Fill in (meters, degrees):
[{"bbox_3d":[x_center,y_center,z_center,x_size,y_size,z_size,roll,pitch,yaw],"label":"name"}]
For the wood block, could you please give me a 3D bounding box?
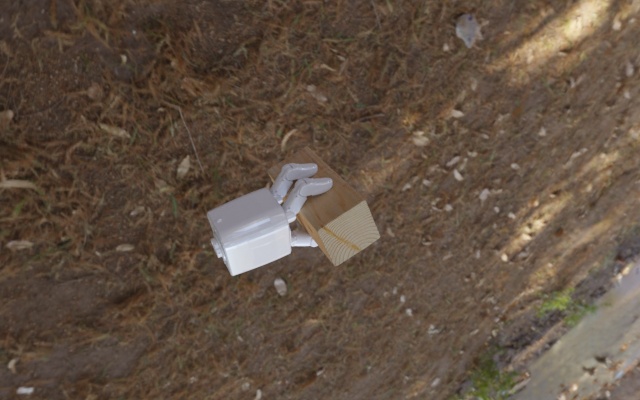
[{"bbox_3d":[0.000,0.003,0.809,0.090,0.091,0.206,-33,40,-9],"label":"wood block"}]
